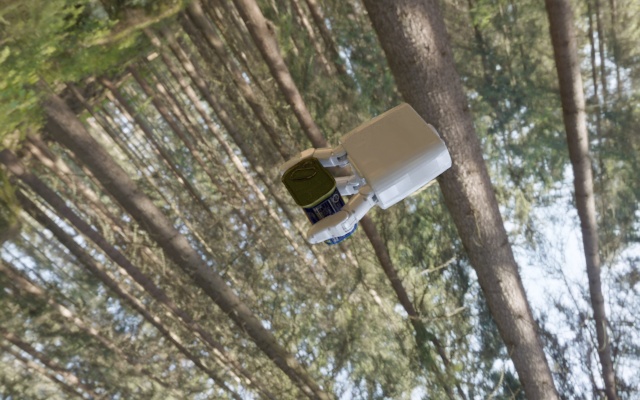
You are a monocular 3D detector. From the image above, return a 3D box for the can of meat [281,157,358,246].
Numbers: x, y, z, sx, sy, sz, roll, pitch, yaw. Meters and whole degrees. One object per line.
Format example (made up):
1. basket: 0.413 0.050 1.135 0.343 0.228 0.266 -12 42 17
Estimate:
1. can of meat: 0.000 0.002 0.643 0.057 0.084 0.102 -33 35 -3
